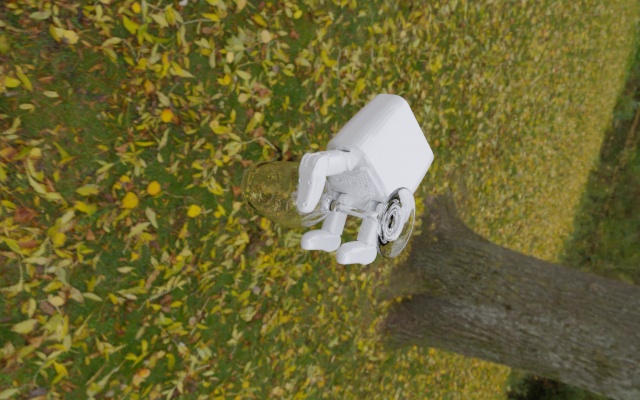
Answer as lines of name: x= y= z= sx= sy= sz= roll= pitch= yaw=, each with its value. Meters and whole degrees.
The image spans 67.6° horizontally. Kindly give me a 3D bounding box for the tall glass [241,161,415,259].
tall glass: x=0.001 y=0.002 z=0.538 sx=0.201 sy=0.079 sz=0.079 roll=15 pitch=9 yaw=36
